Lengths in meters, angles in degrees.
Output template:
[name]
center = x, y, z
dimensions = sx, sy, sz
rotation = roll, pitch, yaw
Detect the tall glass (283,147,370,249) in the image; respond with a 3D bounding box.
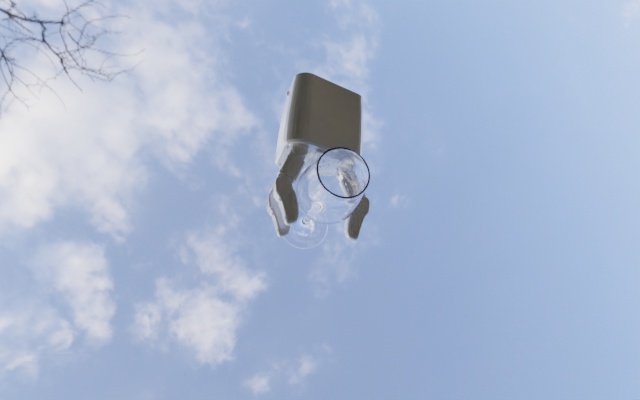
[tall glass]
center = 0.000, 0.002, 0.614
dimensions = 0.079, 0.079, 0.201
rotation = 0, -19, -16
